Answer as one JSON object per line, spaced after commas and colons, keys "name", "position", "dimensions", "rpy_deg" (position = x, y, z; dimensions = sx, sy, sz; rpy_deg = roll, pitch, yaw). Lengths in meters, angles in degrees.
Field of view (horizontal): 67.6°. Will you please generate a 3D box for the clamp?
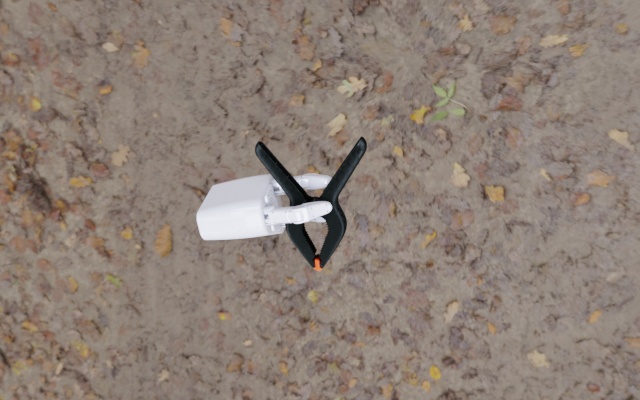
{"name": "clamp", "position": [0.000, 0.003, 0.717], "dimensions": [0.164, 0.210, 0.036], "rpy_deg": [-8, 14, 11]}
